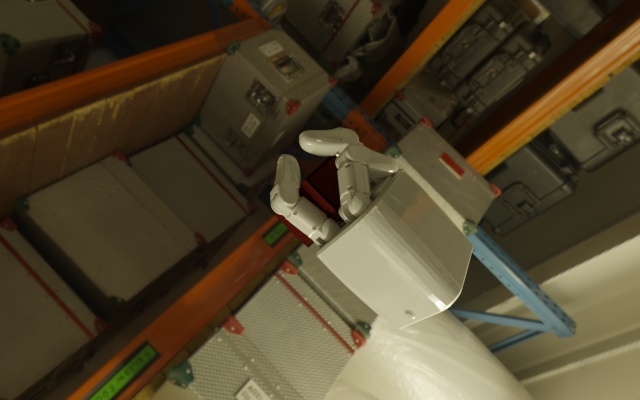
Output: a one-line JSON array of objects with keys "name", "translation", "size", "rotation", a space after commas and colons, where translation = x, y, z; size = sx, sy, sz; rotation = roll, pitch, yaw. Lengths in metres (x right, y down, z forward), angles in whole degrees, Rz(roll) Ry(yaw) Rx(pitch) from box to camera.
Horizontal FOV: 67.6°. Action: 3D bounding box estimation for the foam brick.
[{"name": "foam brick", "translation": [0.000, 0.002, 0.481], "size": [0.053, 0.051, 0.078], "rotation": [-46, 1, -39]}]
